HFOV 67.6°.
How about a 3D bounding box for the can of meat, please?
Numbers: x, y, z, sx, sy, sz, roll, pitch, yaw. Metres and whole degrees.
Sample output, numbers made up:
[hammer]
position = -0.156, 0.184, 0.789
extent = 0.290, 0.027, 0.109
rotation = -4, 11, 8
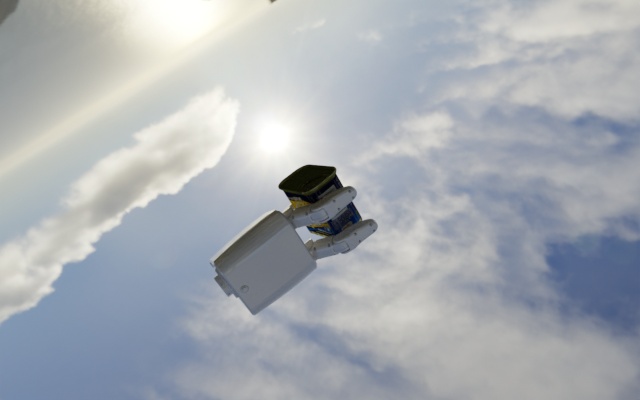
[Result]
[can of meat]
position = 0.000, 0.002, 0.649
extent = 0.057, 0.084, 0.102
rotation = -40, 23, -20
